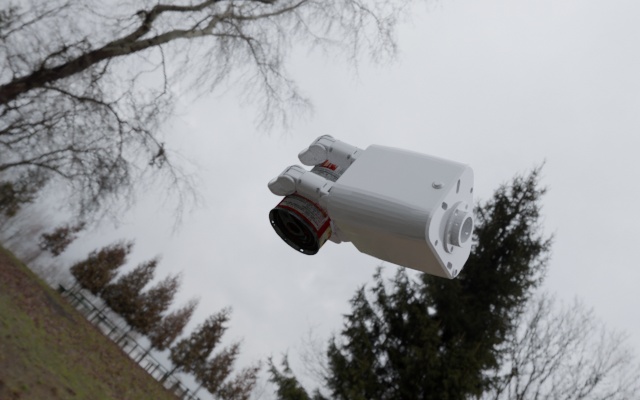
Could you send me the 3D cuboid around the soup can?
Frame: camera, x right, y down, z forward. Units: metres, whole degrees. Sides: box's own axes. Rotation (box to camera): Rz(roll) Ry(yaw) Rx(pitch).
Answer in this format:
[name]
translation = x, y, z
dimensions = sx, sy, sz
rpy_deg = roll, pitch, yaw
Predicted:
[soup can]
translation = 0.000, 0.002, 0.533
dimensions = 0.068, 0.068, 0.102
rpy_deg = 0, 40, 50
